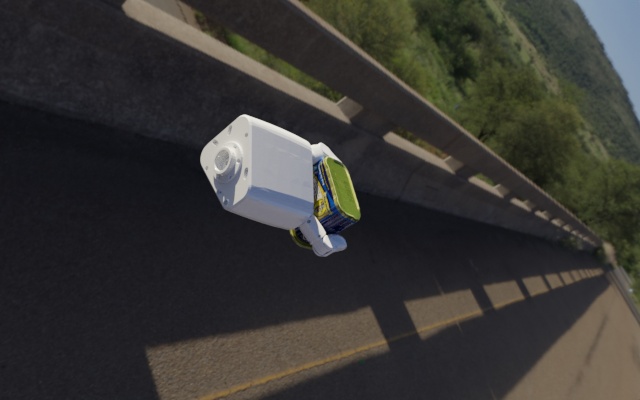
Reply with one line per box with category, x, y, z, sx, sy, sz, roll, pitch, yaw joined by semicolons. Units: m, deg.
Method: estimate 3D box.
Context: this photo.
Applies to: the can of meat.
can of meat;0.000;0.002;0.648;0.084;0.102;0.057;-33;-34;28
